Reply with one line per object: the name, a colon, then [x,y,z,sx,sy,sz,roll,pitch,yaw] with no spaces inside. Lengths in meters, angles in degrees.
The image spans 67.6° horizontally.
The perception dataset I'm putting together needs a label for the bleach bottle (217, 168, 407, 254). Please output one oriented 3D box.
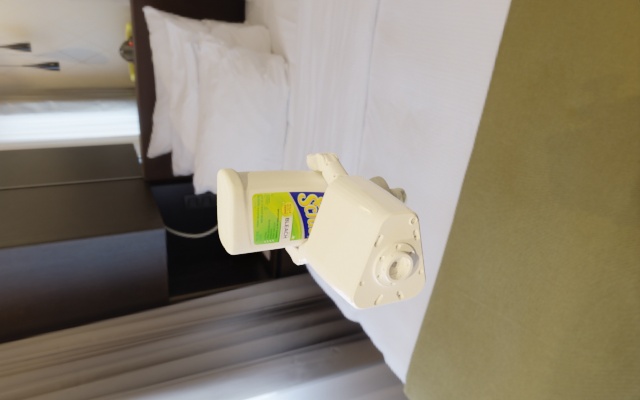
bleach bottle: [0.000,0.002,0.608,0.251,0.103,0.068,-7,23,-25]
